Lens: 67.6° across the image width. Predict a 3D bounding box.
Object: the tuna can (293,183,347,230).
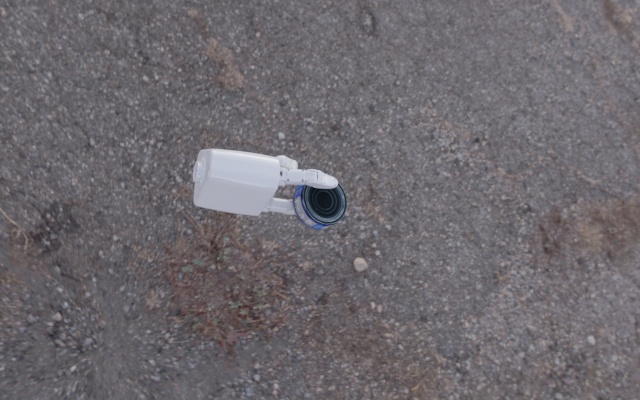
[{"bbox_3d":[0.000,0.002,0.775,0.086,0.086,0.034,0,-15,-30],"label":"tuna can"}]
